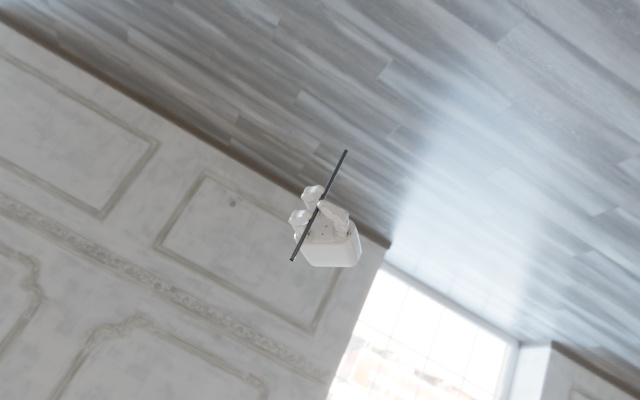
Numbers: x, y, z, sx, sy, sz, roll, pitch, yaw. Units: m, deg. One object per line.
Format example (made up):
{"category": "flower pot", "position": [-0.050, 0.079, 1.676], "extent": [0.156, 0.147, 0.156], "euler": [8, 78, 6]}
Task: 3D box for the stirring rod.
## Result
{"category": "stirring rod", "position": [0.000, 0.003, 0.847], "extent": [0.011, 0.239, 0.011], "euler": [21, -26, 11]}
